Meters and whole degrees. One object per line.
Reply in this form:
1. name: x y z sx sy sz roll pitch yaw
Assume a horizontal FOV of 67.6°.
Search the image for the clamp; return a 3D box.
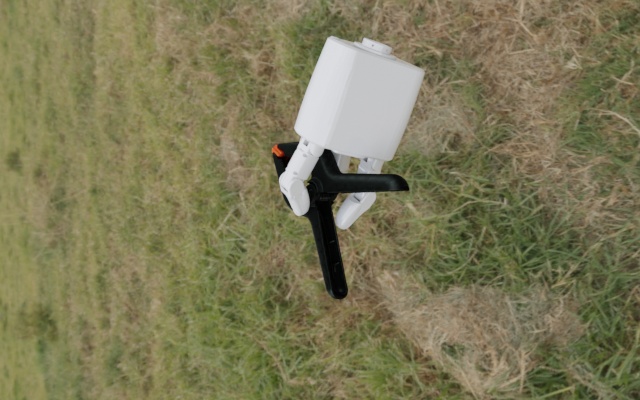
1. clamp: -0.001 0.001 0.570 0.036 0.165 0.210 2 29 -42
